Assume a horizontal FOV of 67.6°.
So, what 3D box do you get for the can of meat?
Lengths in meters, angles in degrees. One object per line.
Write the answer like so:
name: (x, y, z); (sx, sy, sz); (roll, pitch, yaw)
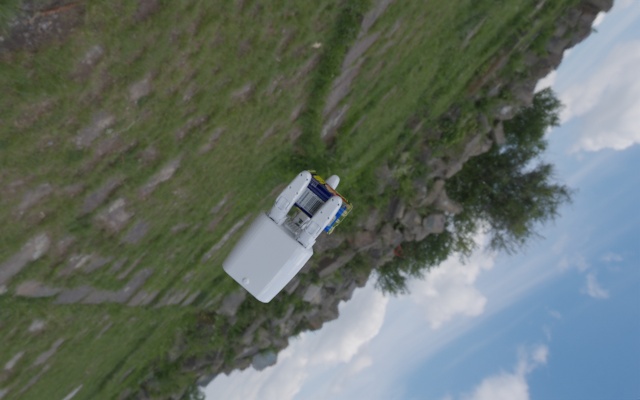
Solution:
can of meat: (0.000, 0.003, 0.717); (0.084, 0.057, 0.102); (40, 6, 3)
